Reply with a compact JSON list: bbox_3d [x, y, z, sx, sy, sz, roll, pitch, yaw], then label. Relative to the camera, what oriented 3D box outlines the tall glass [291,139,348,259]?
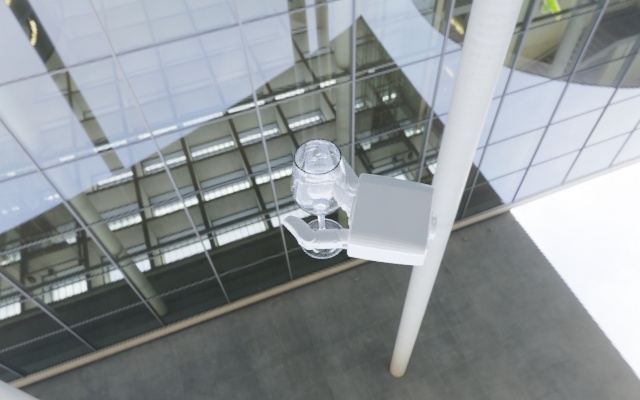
[{"bbox_3d":[0.000,0.003,0.688,0.079,0.079,0.201,0,-36,3],"label":"tall glass"}]
